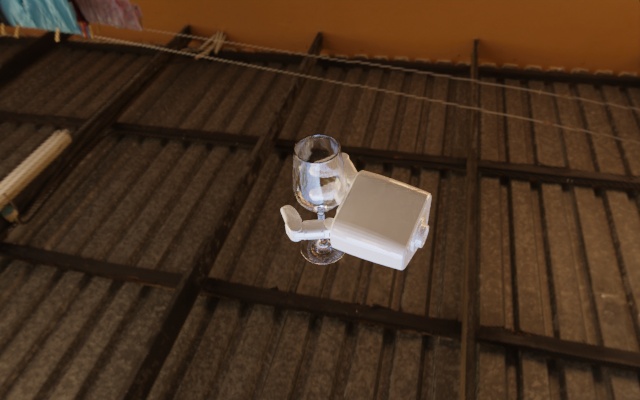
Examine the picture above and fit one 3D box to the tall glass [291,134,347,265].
[{"bbox_3d":[0.000,0.003,0.694,0.079,0.201,0.079,-2,44,2],"label":"tall glass"}]
